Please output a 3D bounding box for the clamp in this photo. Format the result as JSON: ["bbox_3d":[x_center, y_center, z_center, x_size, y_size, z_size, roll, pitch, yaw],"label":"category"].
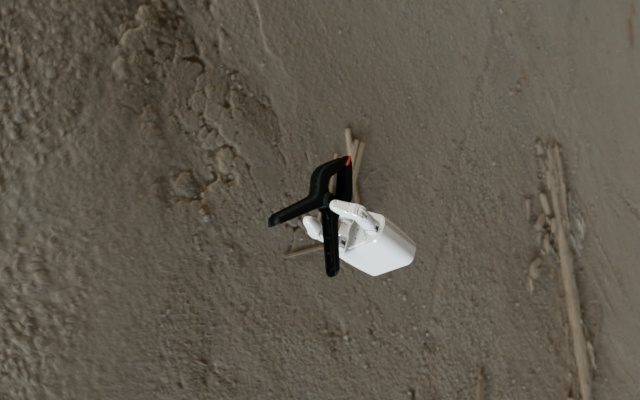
[{"bbox_3d":[0.001,0.002,0.806,0.036,0.210,0.165,-7,-34,45],"label":"clamp"}]
